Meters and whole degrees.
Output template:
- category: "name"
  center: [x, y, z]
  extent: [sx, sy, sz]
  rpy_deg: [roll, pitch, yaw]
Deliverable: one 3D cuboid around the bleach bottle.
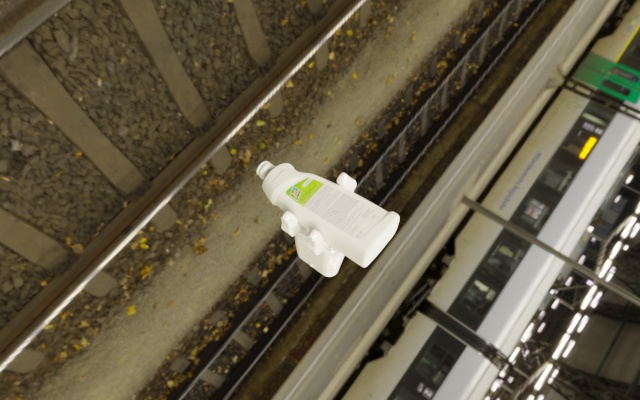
- category: "bleach bottle"
  center: [0.000, 0.003, 0.800]
  extent: [0.250, 0.102, 0.068]
  rpy_deg: [34, -30, 20]
